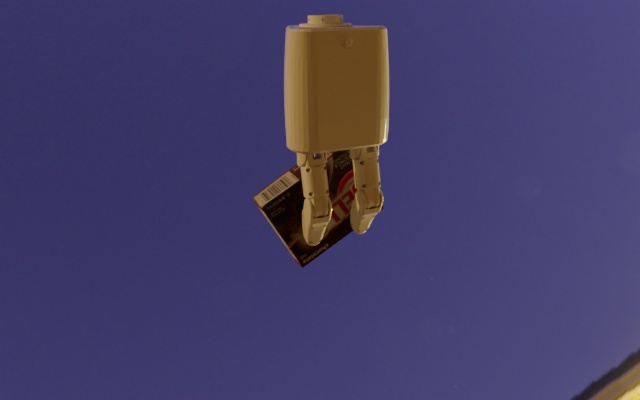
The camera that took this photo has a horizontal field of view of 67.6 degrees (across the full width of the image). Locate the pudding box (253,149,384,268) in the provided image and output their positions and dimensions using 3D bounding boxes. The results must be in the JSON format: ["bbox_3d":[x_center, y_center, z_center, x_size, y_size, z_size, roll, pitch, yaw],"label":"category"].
[{"bbox_3d":[0.000,0.002,0.499,0.113,0.090,0.039,-35,32,-6],"label":"pudding box"}]
